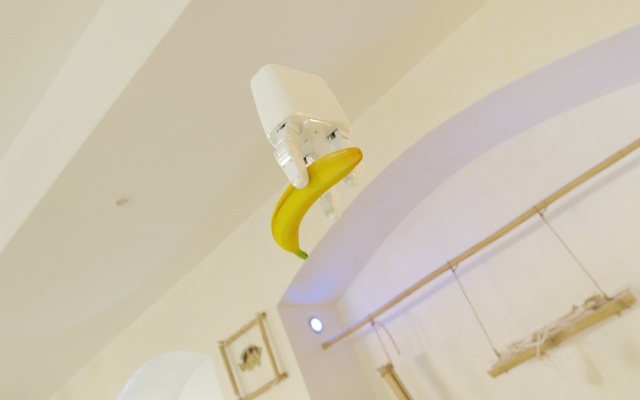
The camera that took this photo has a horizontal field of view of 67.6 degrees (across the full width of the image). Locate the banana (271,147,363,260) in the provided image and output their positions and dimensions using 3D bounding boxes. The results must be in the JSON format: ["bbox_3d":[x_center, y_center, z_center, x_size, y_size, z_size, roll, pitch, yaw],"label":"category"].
[{"bbox_3d":[-0.018,0.003,0.587,0.069,0.037,0.198,3,-43,-26],"label":"banana"}]
